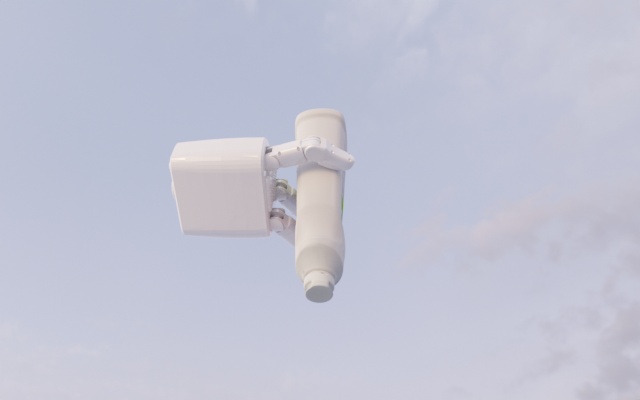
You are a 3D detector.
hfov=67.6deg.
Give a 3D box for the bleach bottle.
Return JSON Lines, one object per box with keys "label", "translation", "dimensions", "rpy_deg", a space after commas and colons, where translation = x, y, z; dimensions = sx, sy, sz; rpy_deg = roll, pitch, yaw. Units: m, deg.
{"label": "bleach bottle", "translation": [0.000, 0.002, 0.556], "dimensions": [0.068, 0.103, 0.250], "rpy_deg": [-3, 42, 4]}
